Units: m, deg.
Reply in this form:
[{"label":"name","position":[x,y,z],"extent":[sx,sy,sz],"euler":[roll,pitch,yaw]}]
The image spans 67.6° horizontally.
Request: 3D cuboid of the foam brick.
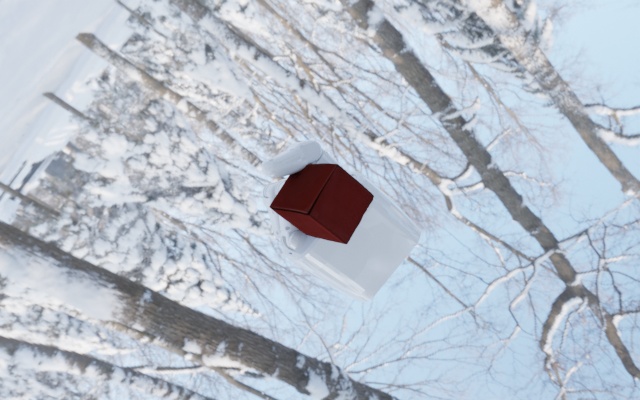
[{"label":"foam brick","position":[0.000,0.001,0.440],"extent":[0.051,0.053,0.078],"euler":[39,-16,-26]}]
